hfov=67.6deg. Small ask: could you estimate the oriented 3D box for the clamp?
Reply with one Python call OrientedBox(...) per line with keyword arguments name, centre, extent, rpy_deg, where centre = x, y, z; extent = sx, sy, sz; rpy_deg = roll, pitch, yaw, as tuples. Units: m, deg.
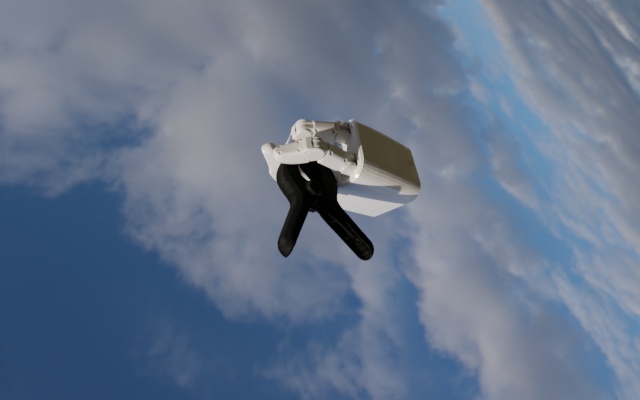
OrientedBox(name="clamp", centre=(0.000, 0.002, 0.567), extent=(0.120, 0.171, 0.039), rpy_deg=(18, -44, -30))
